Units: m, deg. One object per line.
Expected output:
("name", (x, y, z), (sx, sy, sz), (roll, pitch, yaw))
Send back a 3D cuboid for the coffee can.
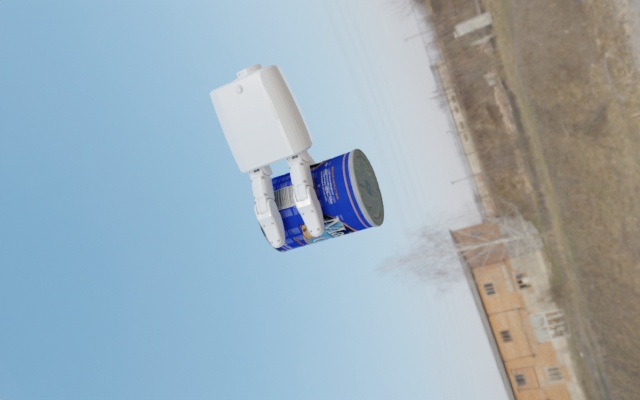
("coffee can", (0.000, 0.002, 0.628), (0.140, 0.103, 0.103), (-17, -6, 21))
